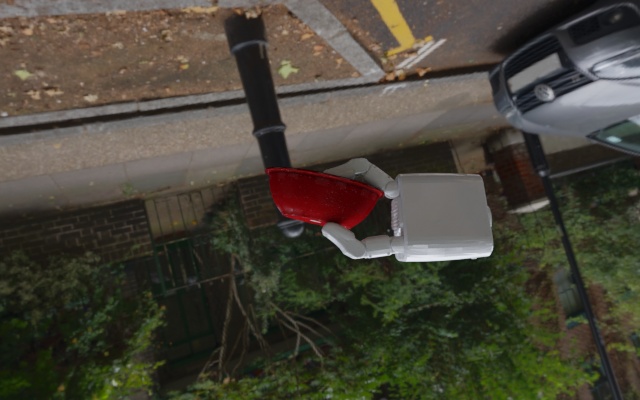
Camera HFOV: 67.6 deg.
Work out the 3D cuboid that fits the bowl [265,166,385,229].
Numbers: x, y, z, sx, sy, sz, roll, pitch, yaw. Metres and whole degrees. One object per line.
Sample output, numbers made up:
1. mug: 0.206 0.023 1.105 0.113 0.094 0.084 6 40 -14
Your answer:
1. bowl: -0.001 0.002 0.629 0.162 0.055 0.162 12 -6 1
